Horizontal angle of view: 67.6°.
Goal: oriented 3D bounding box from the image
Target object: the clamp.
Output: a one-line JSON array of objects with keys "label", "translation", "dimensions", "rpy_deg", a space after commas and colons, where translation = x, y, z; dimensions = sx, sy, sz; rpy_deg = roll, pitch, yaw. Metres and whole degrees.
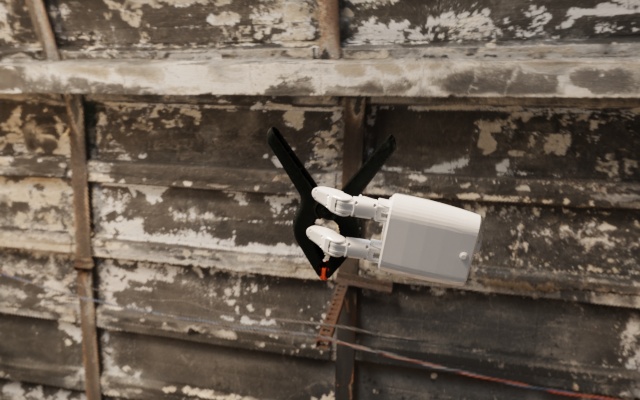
[{"label": "clamp", "translation": [0.000, 0.002, 0.629], "dimensions": [0.164, 0.210, 0.036], "rpy_deg": [13, 20, 11]}]
